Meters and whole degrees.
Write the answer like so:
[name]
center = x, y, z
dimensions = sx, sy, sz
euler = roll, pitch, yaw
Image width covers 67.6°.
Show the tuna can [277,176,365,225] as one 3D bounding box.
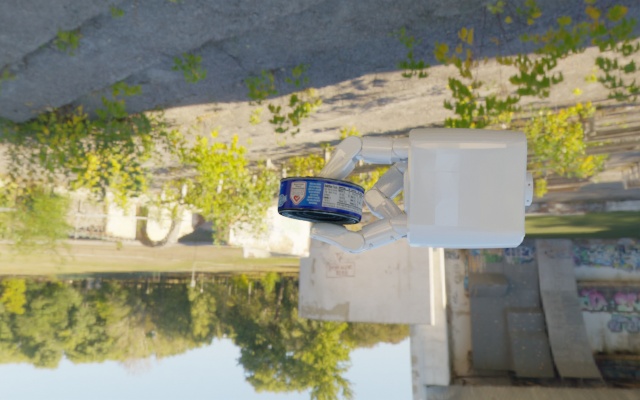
[tuna can]
center = 0.000, 0.002, 0.475
dimensions = 0.086, 0.033, 0.086
euler = 6, -9, 1
